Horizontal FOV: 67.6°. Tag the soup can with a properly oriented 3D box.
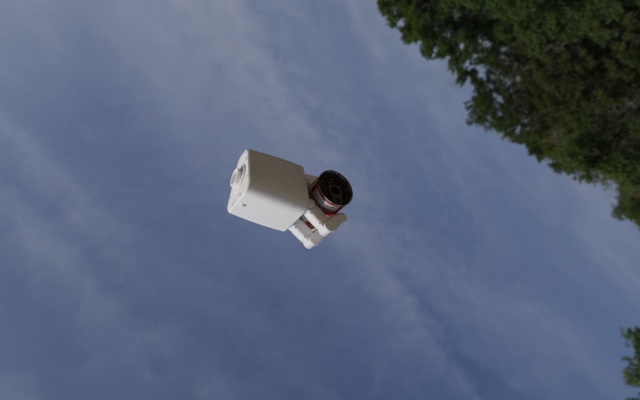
[{"bbox_3d":[0.000,0.003,0.828,0.068,0.068,0.102,0,-29,-35],"label":"soup can"}]
